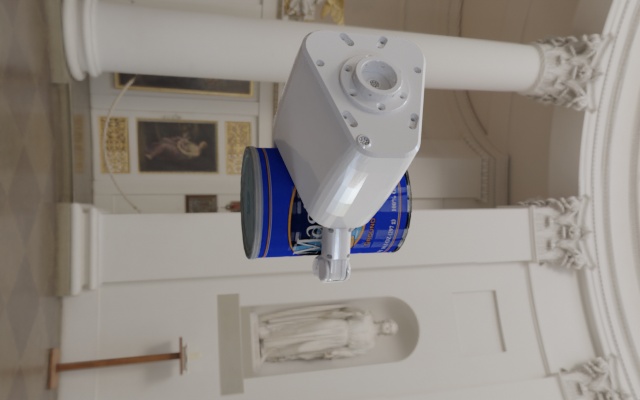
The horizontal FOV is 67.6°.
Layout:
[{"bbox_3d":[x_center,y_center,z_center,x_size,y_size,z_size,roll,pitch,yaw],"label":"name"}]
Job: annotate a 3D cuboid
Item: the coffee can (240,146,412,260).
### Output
[{"bbox_3d":[0.000,0.002,0.451,0.140,0.103,0.103,-1,0,-16],"label":"coffee can"}]
